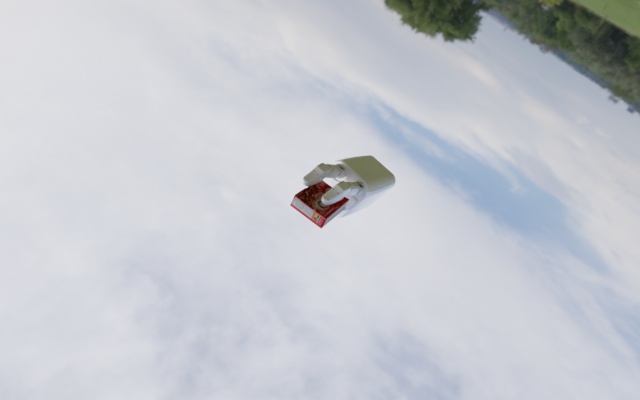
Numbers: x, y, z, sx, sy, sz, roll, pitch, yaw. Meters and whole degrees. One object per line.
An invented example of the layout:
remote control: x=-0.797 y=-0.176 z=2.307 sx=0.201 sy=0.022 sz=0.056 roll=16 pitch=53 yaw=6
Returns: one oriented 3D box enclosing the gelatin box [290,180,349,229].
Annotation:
gelatin box: x=0.000 y=0.003 z=0.873 sx=0.073 sy=0.030 sz=0.089 roll=37 pitch=39 yaw=13
